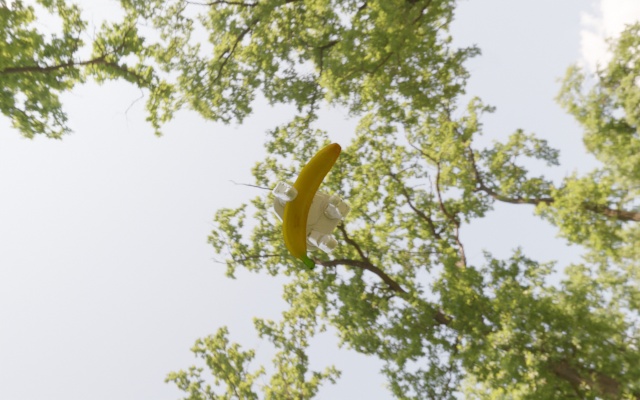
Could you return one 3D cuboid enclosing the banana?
[{"bbox_3d":[-0.018,0.003,0.725,0.069,0.197,0.037,9,-12,15],"label":"banana"}]
